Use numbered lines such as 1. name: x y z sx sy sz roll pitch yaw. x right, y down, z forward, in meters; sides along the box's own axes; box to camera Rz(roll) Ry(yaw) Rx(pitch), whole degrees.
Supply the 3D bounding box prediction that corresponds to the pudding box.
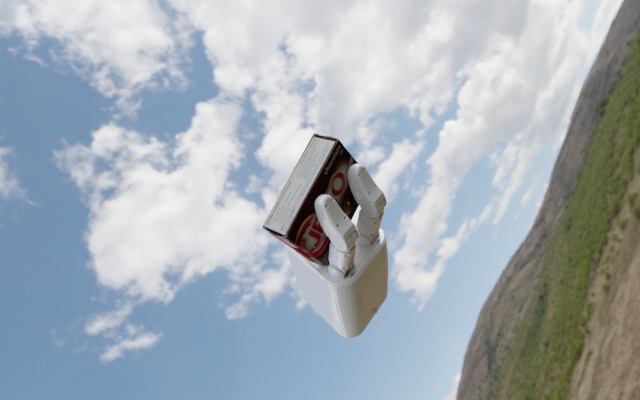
1. pudding box: 0.000 0.002 0.496 0.039 0.113 0.090 18 -15 34
